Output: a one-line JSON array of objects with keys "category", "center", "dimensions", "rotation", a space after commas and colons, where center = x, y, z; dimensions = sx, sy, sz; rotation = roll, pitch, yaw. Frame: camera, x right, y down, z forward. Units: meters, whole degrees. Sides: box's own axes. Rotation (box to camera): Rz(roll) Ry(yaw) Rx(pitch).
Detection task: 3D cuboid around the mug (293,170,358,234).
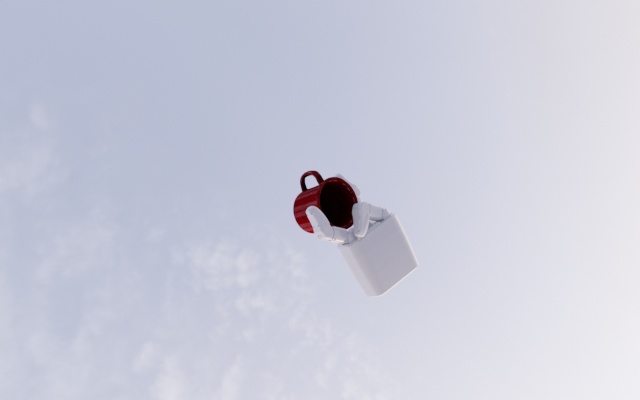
[{"category": "mug", "center": [-0.001, 0.002, 0.835], "dimensions": [0.081, 0.117, 0.093], "rotation": [-18, 14, 49]}]
